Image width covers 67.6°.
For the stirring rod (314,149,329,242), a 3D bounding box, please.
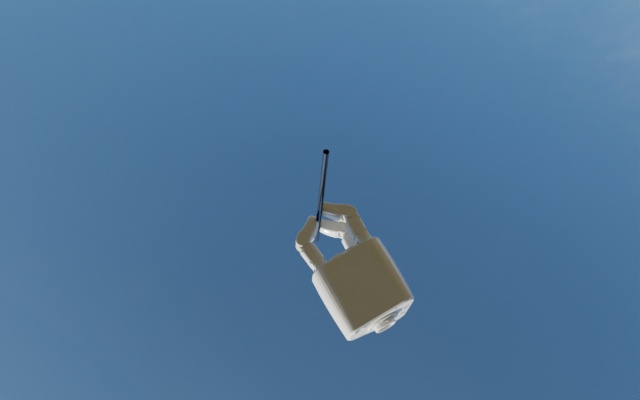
[{"bbox_3d":[0.000,0.002,0.700,0.011,0.011,0.240,0,-32,-4],"label":"stirring rod"}]
